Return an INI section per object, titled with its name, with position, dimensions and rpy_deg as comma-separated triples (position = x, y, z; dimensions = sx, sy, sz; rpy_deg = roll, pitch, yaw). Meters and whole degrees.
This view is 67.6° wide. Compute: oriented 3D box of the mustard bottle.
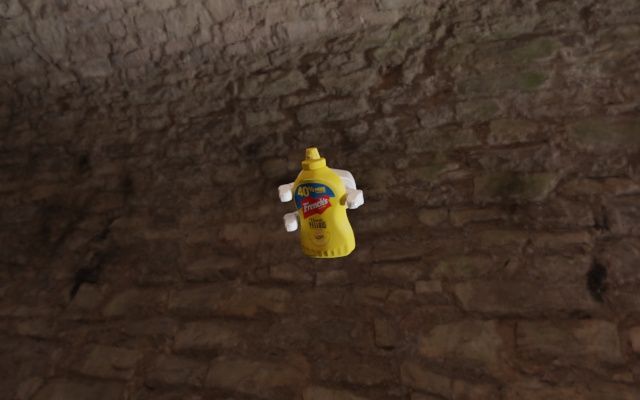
[mustard bottle]
position = 0.000, 0.003, 0.842
dimensions = 0.096, 0.192, 0.058
rpy_deg = -2, 15, 28
